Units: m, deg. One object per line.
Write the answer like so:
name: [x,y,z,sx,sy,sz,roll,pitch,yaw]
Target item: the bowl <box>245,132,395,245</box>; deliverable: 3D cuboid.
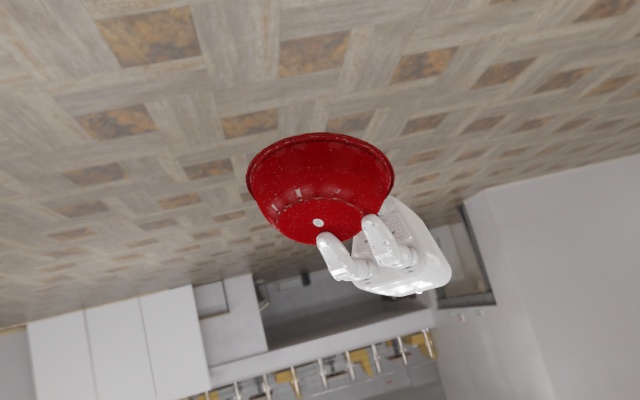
bowl: [-0.001,0.002,0.506,0.162,0.055,0.162,0,-35,0]
